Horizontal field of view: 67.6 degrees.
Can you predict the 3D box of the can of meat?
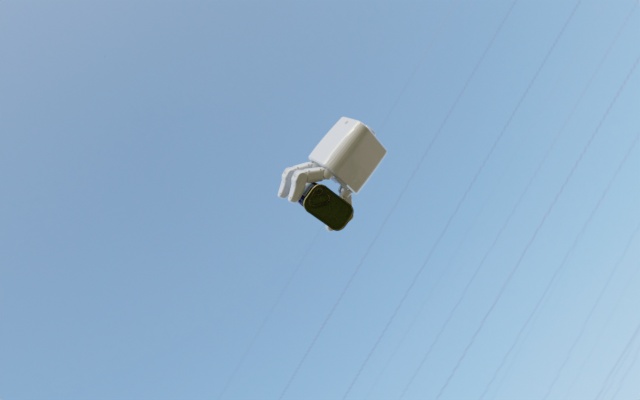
[{"bbox_3d":[0.000,0.003,0.898,0.102,0.057,0.084,36,0,-28],"label":"can of meat"}]
